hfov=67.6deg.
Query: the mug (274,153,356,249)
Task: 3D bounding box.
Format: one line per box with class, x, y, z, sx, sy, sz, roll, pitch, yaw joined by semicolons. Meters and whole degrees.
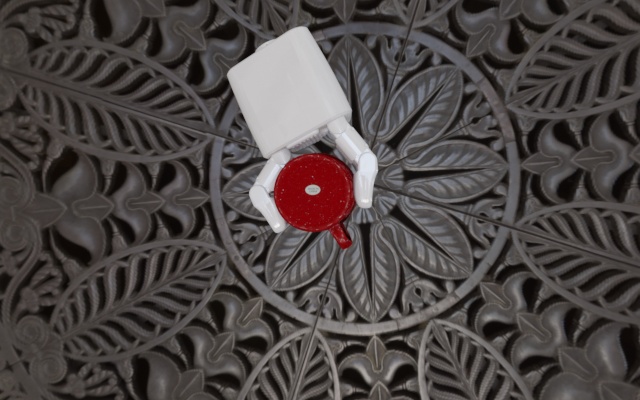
mug;0.001;0.003;0.524;0.093;0.117;0.081;-28;-1;5
